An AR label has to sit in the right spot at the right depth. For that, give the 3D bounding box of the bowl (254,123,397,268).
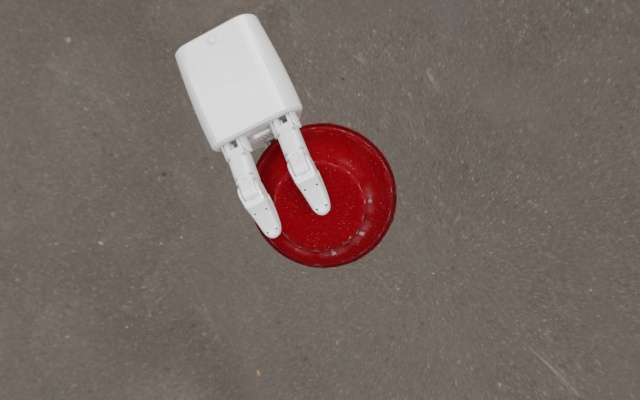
[{"bbox_3d":[0.001,0.003,0.497,0.162,0.162,0.055,0,11,4],"label":"bowl"}]
